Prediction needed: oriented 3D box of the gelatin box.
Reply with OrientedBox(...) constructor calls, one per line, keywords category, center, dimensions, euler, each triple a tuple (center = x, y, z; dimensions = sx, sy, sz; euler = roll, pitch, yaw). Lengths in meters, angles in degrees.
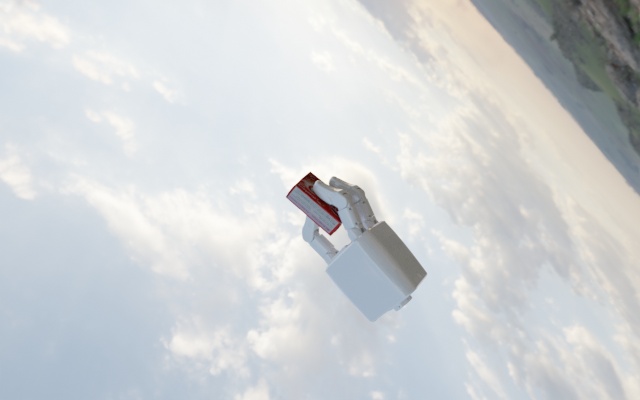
OrientedBox(category="gelatin box", center=(0.000, 0.002, 0.711), dimensions=(0.089, 0.030, 0.073), euler=(40, 25, 0))
